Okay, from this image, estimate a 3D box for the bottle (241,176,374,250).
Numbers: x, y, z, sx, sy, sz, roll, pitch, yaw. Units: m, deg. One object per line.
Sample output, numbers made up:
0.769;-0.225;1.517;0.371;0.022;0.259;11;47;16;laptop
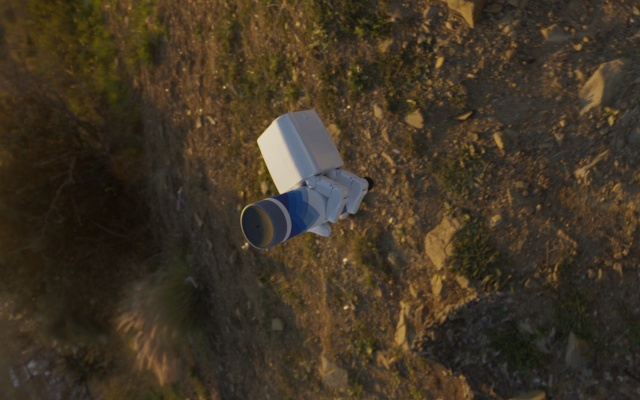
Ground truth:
0.000;0.003;0.774;0.069;0.069;0.295;0;13;38;bottle
